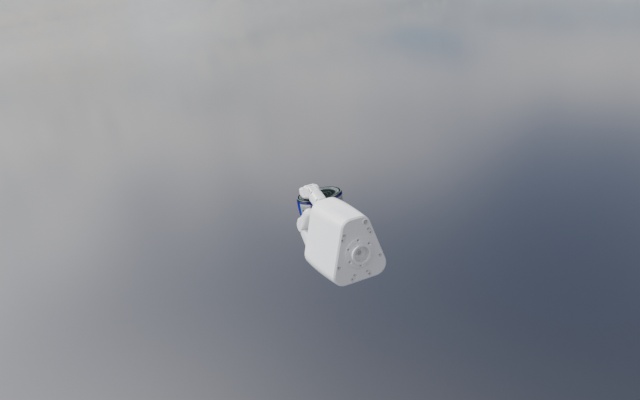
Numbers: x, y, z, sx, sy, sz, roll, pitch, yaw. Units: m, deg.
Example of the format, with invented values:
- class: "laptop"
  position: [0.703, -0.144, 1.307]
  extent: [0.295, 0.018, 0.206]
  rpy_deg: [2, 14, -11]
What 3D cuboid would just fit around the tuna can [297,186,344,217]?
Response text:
- class: "tuna can"
  position: [0.000, 0.002, 0.874]
  extent: [0.086, 0.034, 0.086]
  rpy_deg: [-10, 17, 3]
